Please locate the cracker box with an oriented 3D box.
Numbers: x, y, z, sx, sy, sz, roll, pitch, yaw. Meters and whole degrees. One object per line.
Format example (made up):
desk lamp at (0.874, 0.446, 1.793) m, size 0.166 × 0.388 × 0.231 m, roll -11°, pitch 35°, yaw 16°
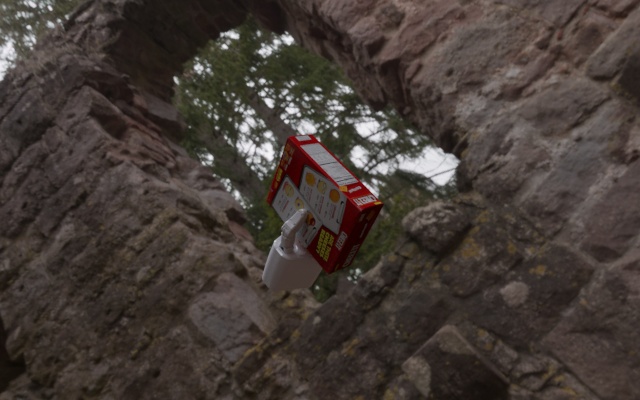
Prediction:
cracker box at (0.000, 0.003, 0.896) m, size 0.072 × 0.164 × 0.213 m, roll -16°, pitch 52°, yaw -41°
